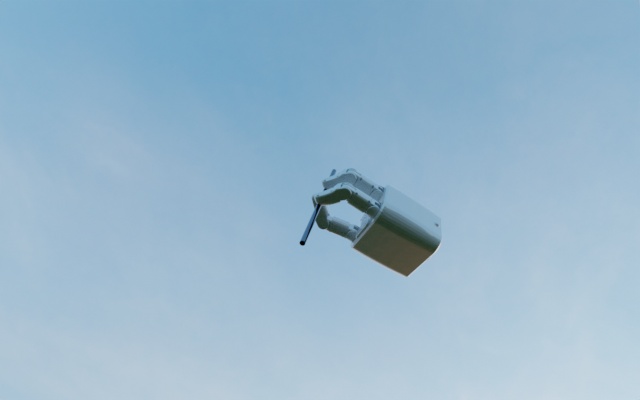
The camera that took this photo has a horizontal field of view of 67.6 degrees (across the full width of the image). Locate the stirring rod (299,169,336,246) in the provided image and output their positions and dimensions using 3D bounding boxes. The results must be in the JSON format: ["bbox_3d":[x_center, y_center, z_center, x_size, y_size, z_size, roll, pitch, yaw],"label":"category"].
[{"bbox_3d":[0.000,0.003,0.732,0.011,0.011,0.239,0,27,13],"label":"stirring rod"}]
